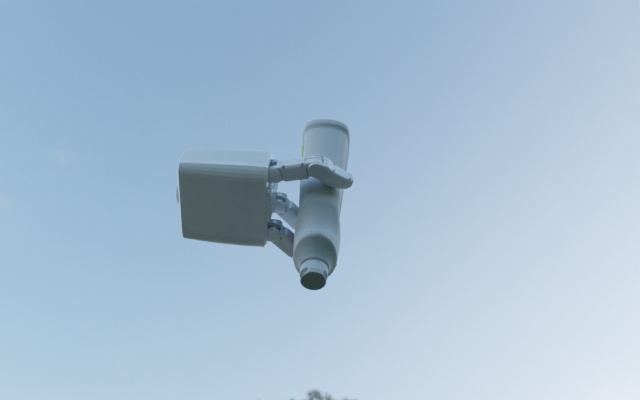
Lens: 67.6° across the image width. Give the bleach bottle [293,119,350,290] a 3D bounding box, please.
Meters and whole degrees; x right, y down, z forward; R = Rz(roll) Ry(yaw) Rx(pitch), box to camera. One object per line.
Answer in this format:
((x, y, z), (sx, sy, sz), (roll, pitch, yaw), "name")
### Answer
((0.000, 0.002, 0.600), (0.068, 0.103, 0.250), (4, 38, 2), "bleach bottle")
